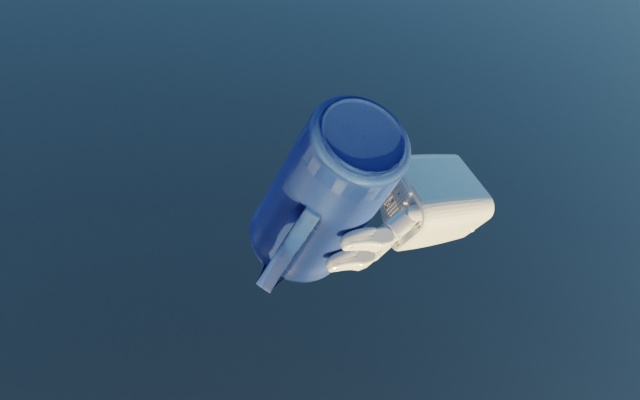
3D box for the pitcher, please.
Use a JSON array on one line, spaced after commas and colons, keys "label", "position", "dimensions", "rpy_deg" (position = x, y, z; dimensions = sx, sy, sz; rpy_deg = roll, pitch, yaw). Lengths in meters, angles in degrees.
[{"label": "pitcher", "position": [0.000, 0.002, 0.550], "dimensions": [0.145, 0.149, 0.243], "rpy_deg": [-4, -27, -22]}]
